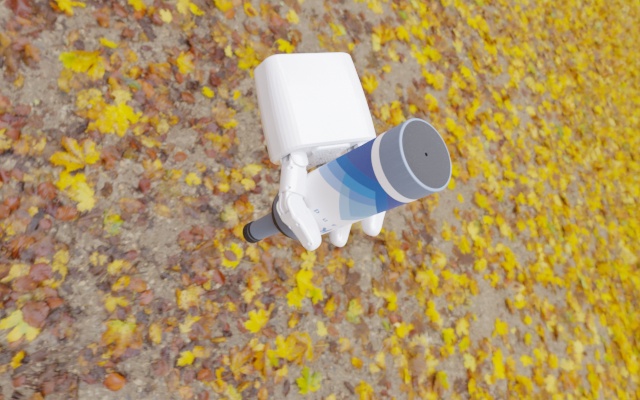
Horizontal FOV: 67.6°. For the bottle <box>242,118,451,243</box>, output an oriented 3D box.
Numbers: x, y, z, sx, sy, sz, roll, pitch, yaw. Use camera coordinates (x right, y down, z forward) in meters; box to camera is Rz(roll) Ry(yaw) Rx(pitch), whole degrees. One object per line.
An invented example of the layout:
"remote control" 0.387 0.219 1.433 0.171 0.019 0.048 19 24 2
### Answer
"bottle" 0.000 0.002 0.513 0.069 0.069 0.296 0 -16 -40
